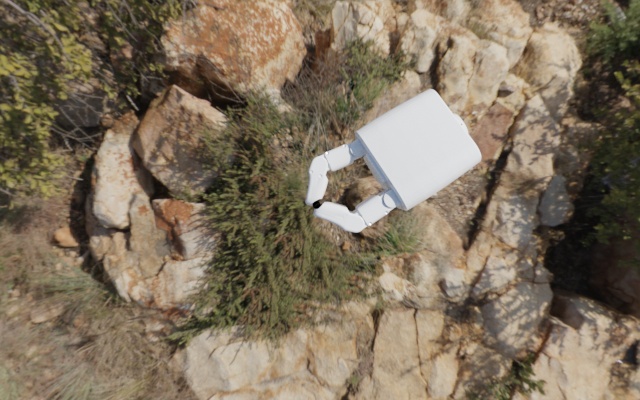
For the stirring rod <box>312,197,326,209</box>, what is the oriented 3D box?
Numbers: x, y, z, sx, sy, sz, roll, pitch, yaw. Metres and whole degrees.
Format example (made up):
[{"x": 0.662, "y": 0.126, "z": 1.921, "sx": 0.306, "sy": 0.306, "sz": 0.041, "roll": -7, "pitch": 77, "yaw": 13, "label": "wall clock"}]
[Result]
[{"x": 0.000, "y": 0.002, "z": 0.582, "sx": 0.011, "sy": 0.011, "sz": 0.239, "roll": 0, "pitch": 1, "yaw": 2, "label": "stirring rod"}]
